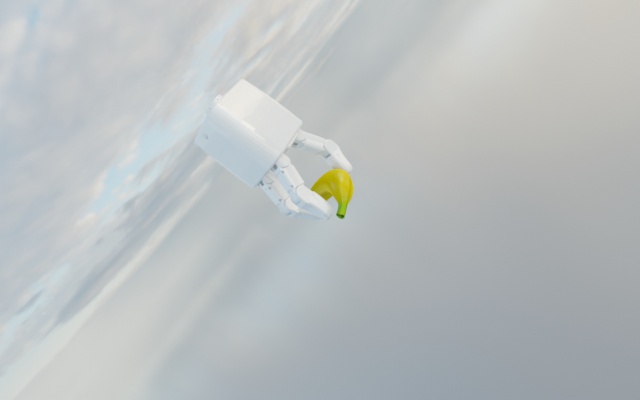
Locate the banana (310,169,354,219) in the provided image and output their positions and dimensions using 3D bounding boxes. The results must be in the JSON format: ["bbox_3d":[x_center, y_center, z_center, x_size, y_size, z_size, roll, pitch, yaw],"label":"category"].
[{"bbox_3d":[0.011,-0.013,0.709,0.037,0.069,0.198,33,-7,-11],"label":"banana"}]
